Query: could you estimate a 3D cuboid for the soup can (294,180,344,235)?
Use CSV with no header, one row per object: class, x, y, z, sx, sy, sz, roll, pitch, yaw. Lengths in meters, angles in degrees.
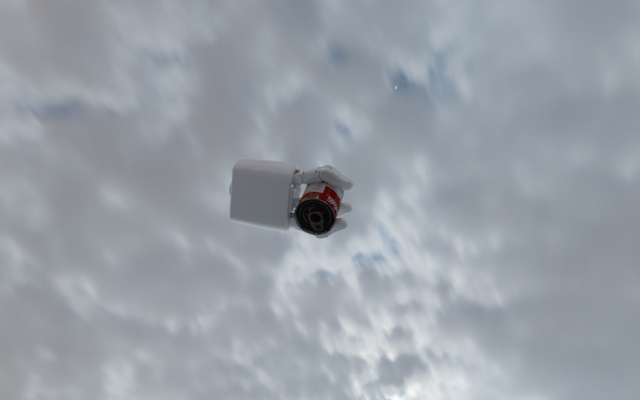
soup can,0.001,0.002,0.805,0.068,0.068,0.102,0,29,13
